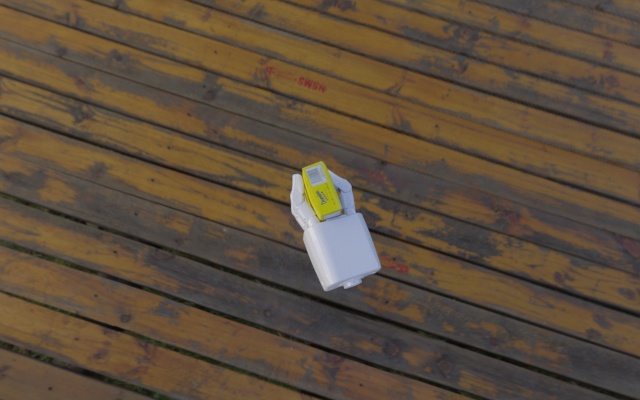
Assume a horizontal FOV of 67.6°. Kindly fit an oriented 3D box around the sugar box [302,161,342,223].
[{"bbox_3d":[0.000,0.003,0.882,0.048,0.093,0.176,-18,-15,-9],"label":"sugar box"}]
